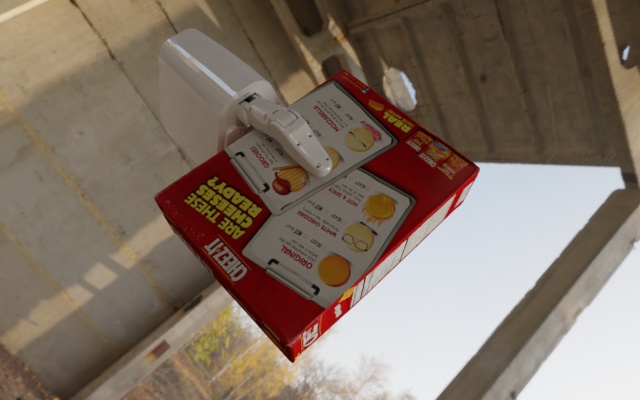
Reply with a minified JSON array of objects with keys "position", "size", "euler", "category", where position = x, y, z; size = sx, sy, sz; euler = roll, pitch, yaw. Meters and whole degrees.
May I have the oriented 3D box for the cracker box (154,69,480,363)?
[{"position":[0.000,0.001,0.411],"size":[0.213,0.164,0.072],"euler":[-39,-24,-20],"category":"cracker box"}]
